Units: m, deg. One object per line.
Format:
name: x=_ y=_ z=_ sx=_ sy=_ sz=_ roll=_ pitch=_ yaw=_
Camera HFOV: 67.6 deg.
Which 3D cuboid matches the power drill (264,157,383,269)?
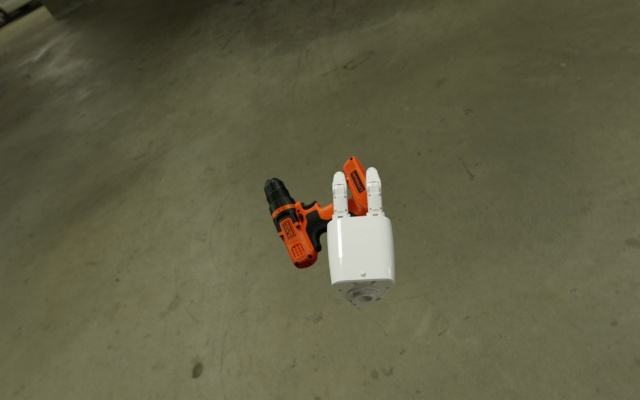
power drill: x=0.001 y=0.003 z=0.841 sx=0.188 sy=0.184 sz=0.057 roll=-31 pitch=-24 yaw=12
